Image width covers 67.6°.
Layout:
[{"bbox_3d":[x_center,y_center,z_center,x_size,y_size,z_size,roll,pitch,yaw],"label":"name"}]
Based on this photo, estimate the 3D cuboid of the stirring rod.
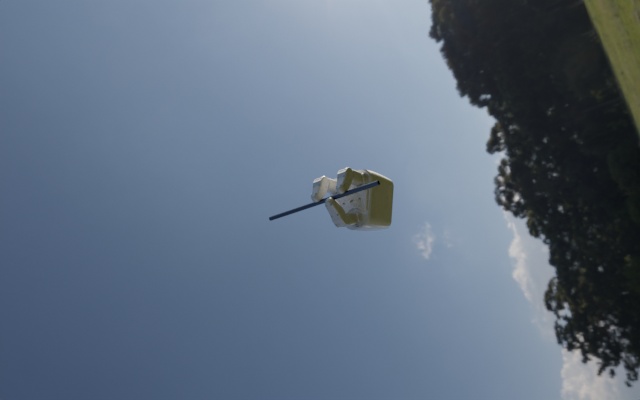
[{"bbox_3d":[0.000,0.003,0.860,0.239,0.011,0.011,-19,-10,32],"label":"stirring rod"}]
